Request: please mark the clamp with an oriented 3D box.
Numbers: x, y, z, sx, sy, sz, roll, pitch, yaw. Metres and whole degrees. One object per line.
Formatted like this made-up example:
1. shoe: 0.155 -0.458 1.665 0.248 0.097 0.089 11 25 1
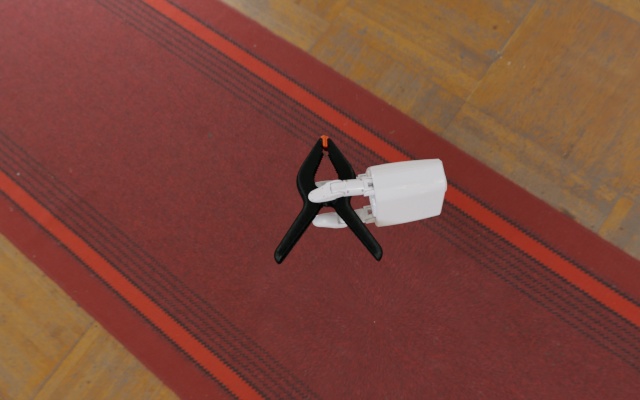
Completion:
1. clamp: 0.000 0.002 0.746 0.164 0.210 0.036 -8 -15 0
